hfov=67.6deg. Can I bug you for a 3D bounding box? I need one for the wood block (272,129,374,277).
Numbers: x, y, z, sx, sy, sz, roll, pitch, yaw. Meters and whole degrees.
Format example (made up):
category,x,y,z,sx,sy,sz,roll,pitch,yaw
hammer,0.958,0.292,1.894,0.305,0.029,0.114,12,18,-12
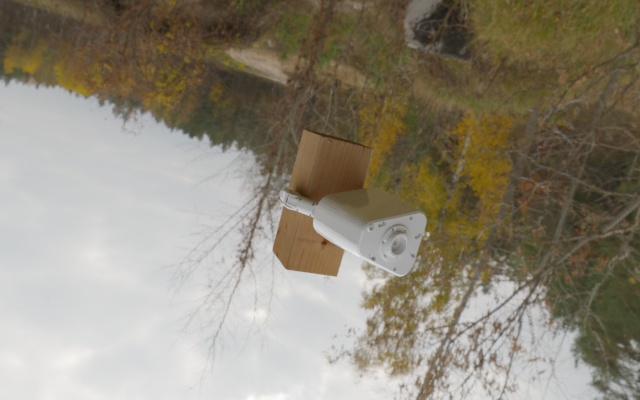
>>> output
category,x,y,z,sx,sy,sz,roll,pitch,yaw
wood block,0.000,0.003,0.748,0.091,0.206,0.090,12,10,-22
